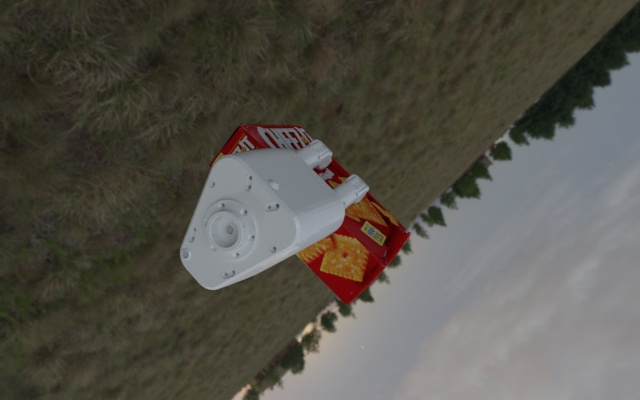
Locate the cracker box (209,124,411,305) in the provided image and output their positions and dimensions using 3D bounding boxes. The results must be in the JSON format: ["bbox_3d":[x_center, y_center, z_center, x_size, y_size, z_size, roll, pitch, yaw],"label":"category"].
[{"bbox_3d":[0.000,0.002,0.565,0.213,0.072,0.164,45,20,9],"label":"cracker box"}]
